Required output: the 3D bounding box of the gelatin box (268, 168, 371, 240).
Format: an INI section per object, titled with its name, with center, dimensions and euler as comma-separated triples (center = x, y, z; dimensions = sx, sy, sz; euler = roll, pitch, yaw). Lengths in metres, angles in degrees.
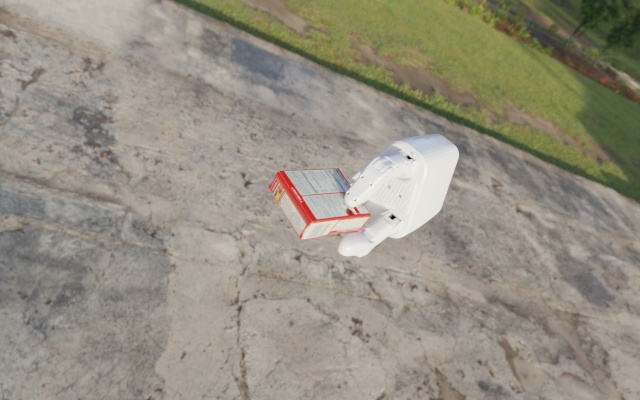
[gelatin box]
center = 0.000, 0.001, 0.506
dimensions = 0.089, 0.073, 0.030
euler = -5, -40, -42
